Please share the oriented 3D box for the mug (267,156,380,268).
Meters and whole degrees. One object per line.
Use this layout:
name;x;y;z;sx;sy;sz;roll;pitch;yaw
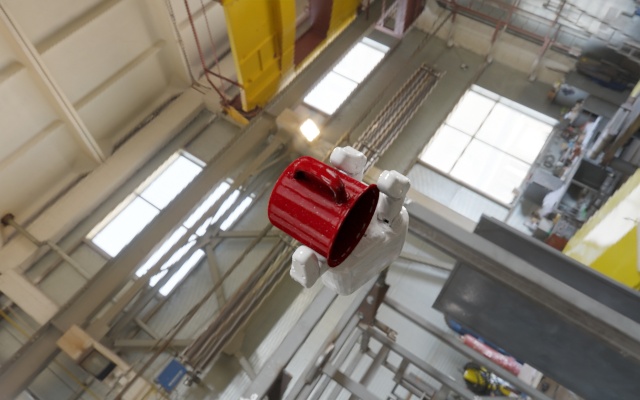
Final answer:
mug;0.000;0.001;0.469;0.081;0.093;0.117;29;-21;20
